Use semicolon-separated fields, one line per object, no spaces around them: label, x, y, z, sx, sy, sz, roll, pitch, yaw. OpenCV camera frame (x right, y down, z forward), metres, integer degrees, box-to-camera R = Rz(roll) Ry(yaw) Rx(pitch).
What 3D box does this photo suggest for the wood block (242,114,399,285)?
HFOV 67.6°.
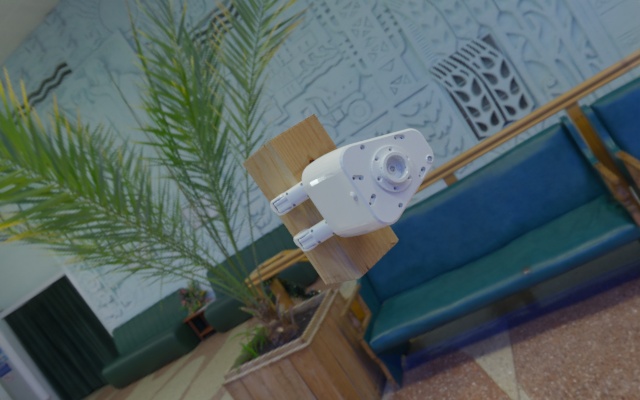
wood block;0.000;0.002;0.650;0.090;0.206;0.090;-37;6;-33
